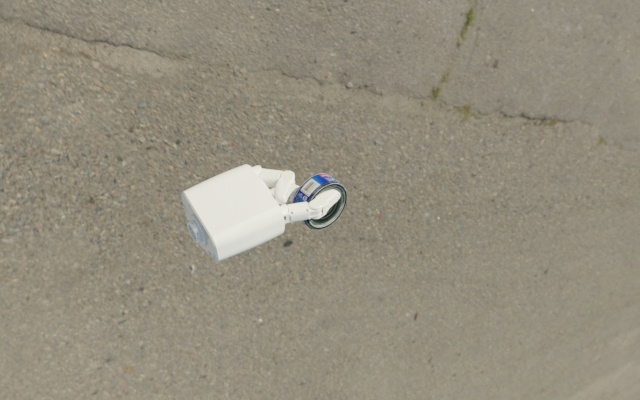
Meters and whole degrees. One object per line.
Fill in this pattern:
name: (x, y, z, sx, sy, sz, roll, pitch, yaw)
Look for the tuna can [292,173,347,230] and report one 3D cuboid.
tuna can: (0.001, 0.003, 0.745, 0.086, 0.086, 0.033, 0, 27, -44)
